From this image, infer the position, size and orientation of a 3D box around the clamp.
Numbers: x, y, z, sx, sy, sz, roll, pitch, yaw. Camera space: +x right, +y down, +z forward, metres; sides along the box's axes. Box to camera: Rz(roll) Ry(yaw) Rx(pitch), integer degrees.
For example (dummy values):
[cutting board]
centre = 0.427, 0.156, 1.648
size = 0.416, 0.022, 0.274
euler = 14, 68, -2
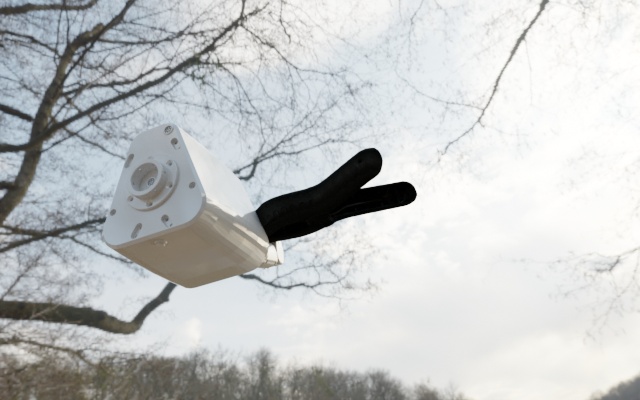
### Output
[clamp]
centre = 0.000, 0.001, 0.443
size = 0.171, 0.039, 0.120
euler = -20, -28, 11
